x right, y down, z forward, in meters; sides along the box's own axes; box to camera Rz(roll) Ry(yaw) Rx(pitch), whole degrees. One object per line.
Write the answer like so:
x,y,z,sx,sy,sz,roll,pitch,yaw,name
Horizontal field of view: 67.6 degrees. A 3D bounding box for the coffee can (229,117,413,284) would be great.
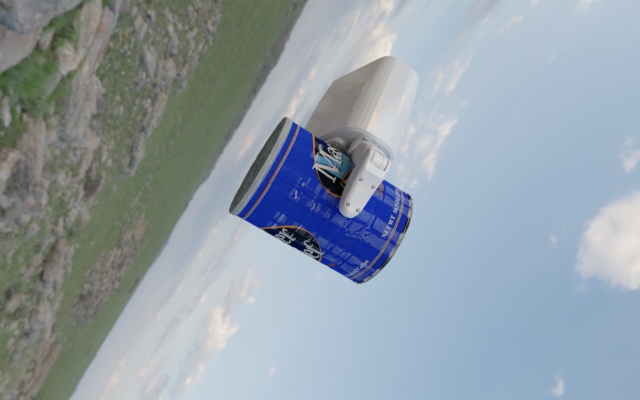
0.000,0.002,0.452,0.140,0.103,0.103,31,-8,-13,coffee can
